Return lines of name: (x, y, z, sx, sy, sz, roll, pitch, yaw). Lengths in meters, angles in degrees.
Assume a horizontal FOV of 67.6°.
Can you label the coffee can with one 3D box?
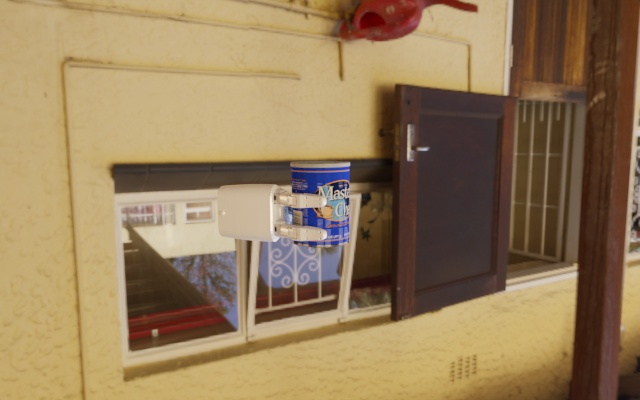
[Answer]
coffee can: (0.000, 0.003, 0.833, 0.103, 0.140, 0.103, 0, 7, 0)
